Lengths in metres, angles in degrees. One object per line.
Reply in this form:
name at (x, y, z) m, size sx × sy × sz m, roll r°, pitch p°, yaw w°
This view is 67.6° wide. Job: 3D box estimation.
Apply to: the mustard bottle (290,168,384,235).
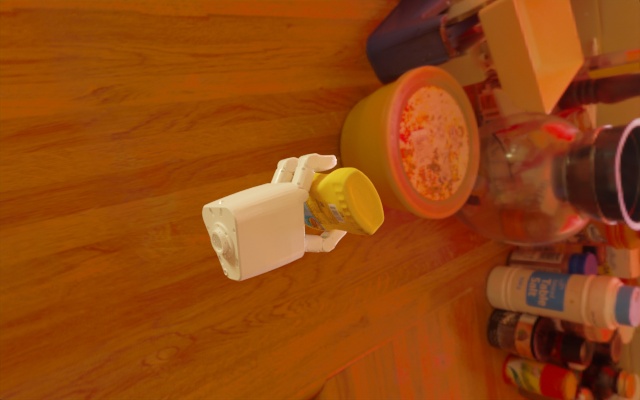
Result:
mustard bottle at (0.001, 0.002, 0.708) m, size 0.191 × 0.096 × 0.058 m, roll 0°, pitch 39°, yaw 51°
